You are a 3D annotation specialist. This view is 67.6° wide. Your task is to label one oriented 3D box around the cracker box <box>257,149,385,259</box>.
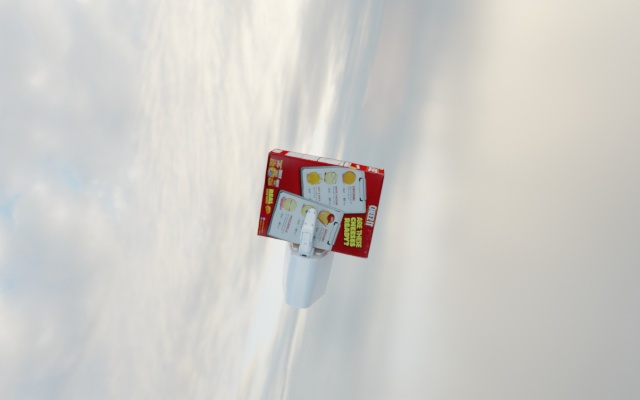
[{"bbox_3d":[0.000,0.003,0.893,0.213,0.164,0.072,11,16,5],"label":"cracker box"}]
